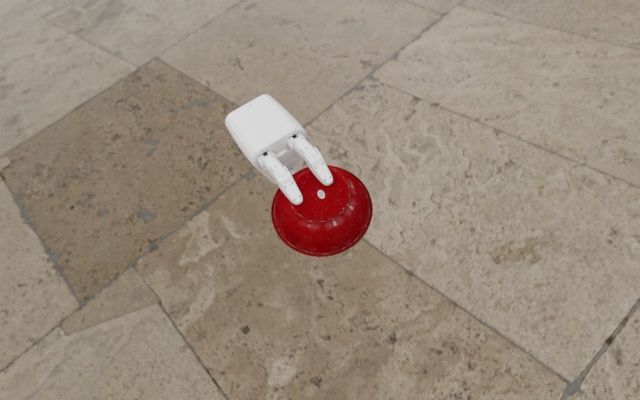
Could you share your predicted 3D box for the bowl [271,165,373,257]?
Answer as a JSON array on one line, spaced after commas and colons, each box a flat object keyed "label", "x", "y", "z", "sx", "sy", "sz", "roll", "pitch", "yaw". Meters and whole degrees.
[{"label": "bowl", "x": 0.001, "y": 0.003, "z": 0.735, "sx": 0.162, "sy": 0.162, "sz": 0.055, "roll": 0, "pitch": -26, "yaw": 4}]
